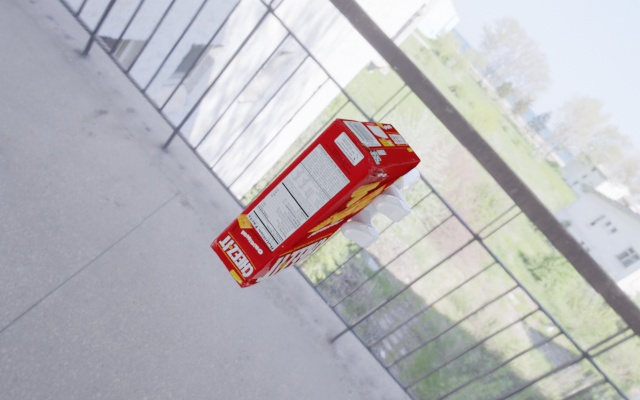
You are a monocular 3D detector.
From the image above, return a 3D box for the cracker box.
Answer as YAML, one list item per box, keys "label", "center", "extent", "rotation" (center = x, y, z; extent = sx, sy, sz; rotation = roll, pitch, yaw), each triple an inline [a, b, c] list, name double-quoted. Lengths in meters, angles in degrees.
- label: "cracker box"
  center: [0.000, 0.002, 0.560]
  extent: [0.214, 0.072, 0.164]
  rotation: [-43, -13, 24]
